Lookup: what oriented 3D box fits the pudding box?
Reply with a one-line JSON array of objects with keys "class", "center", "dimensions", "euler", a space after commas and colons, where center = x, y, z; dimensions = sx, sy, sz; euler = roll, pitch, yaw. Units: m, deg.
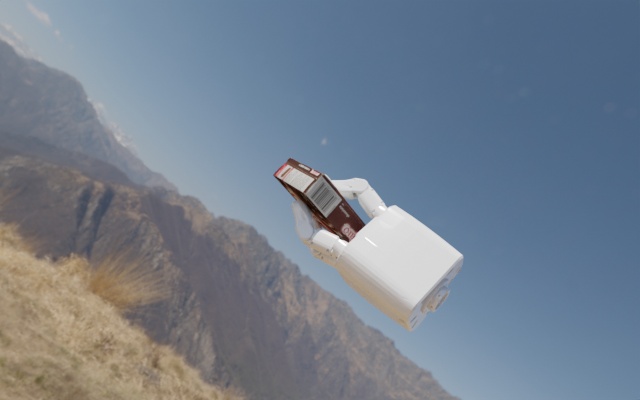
[{"class": "pudding box", "center": [0.000, 0.002, 0.624], "dimensions": [0.113, 0.039, 0.090], "euler": [51, -13, -34]}]
